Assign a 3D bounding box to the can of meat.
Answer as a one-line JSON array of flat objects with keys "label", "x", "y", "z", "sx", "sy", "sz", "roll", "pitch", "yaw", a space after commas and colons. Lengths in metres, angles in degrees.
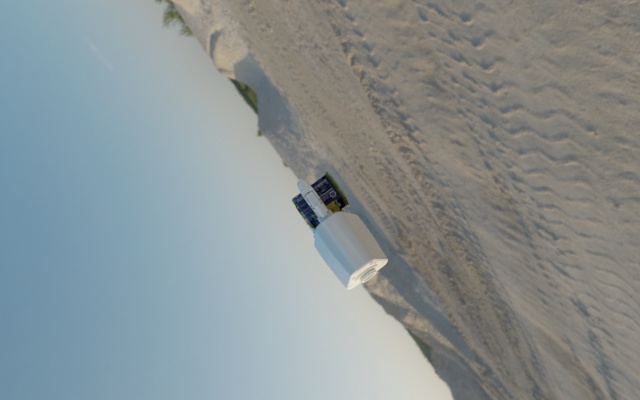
[{"label": "can of meat", "x": 0.000, "y": 0.003, "z": 0.876, "sx": 0.084, "sy": 0.057, "sz": 0.102, "roll": -36, "pitch": -17, "yaw": -1}]
